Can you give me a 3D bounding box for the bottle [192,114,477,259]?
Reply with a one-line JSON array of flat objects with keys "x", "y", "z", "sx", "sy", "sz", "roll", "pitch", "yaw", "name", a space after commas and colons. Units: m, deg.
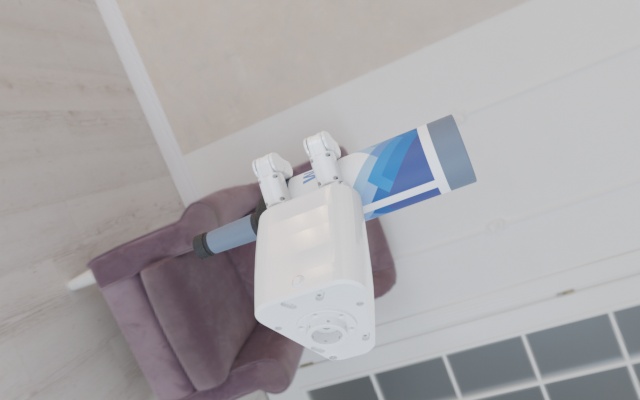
[{"x": 0.000, "y": 0.001, "z": 0.480, "sx": 0.296, "sy": 0.069, "sz": 0.069, "roll": -21, "pitch": -6, "yaw": 17, "name": "bottle"}]
